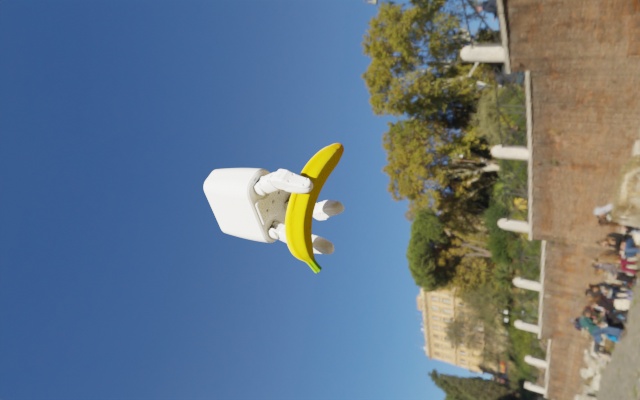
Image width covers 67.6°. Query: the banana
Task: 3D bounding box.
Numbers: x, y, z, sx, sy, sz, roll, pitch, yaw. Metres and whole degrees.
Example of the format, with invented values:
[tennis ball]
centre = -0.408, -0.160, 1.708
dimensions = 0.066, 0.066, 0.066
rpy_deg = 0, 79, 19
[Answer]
[banana]
centre = -0.013, 0.000, 0.688
dimensions = 0.037, 0.197, 0.070
rpy_deg = 1, -17, 45
